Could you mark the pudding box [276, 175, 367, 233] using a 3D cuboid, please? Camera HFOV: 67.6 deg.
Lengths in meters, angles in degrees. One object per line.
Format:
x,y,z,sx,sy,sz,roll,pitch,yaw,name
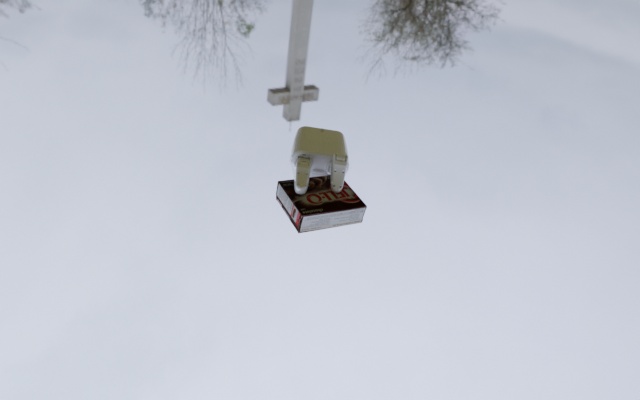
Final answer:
0.000,0.002,0.729,0.113,0.039,0.090,-10,39,-26,pudding box
